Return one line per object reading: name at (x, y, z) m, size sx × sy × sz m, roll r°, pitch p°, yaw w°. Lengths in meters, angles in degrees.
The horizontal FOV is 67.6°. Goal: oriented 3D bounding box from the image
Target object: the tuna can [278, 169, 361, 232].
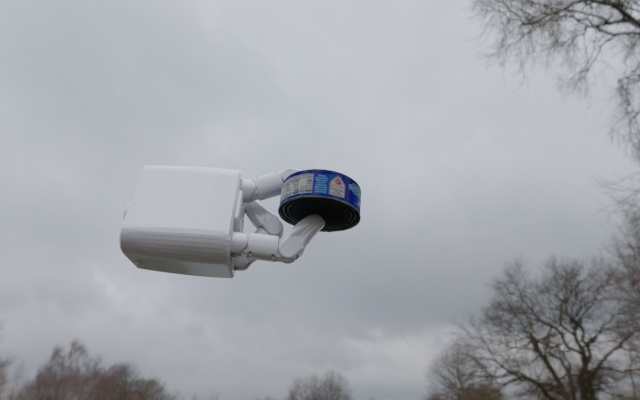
tuna can at (0.000, 0.001, 0.501) m, size 0.086 × 0.033 × 0.086 m, roll 5°, pitch -26°, yaw 2°
